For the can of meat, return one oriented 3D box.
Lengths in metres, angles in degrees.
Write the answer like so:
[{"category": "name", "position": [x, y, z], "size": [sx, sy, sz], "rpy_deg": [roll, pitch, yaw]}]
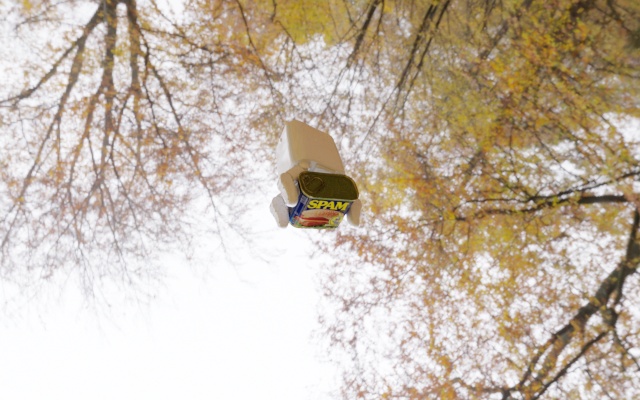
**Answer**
[{"category": "can of meat", "position": [0.000, 0.003, 0.792], "size": [0.102, 0.057, 0.084], "rpy_deg": [4, -42, -24]}]
